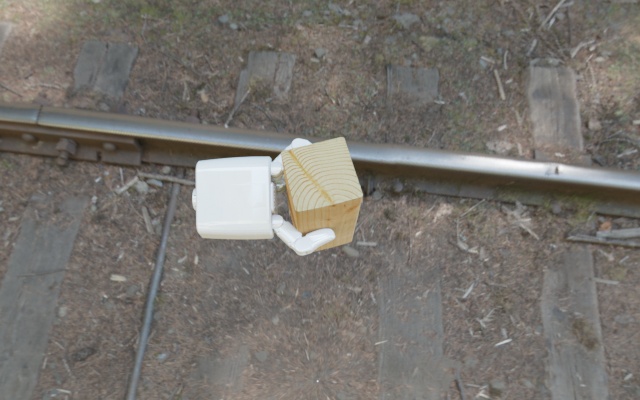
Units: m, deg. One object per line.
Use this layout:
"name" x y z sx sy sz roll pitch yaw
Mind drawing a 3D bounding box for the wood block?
"wood block" 0.000 0.003 0.708 0.090 0.090 0.206 -13 -20 -5
